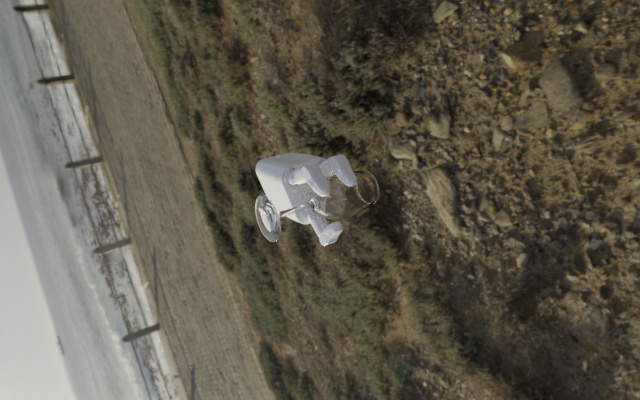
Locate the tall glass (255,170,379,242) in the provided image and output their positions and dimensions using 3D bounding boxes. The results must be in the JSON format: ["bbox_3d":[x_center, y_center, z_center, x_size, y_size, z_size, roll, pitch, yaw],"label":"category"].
[{"bbox_3d":[0.000,0.003,0.772,0.201,0.079,0.079,-17,9,-31],"label":"tall glass"}]
